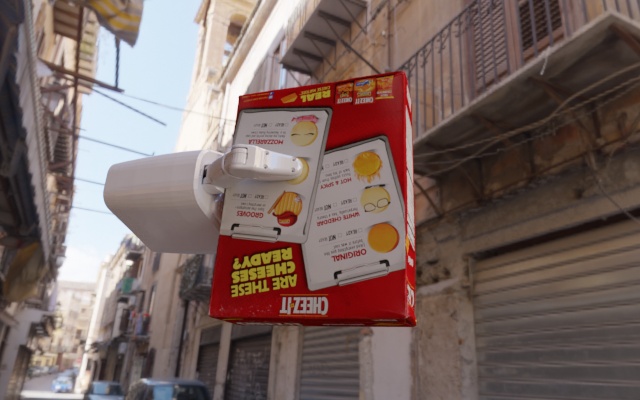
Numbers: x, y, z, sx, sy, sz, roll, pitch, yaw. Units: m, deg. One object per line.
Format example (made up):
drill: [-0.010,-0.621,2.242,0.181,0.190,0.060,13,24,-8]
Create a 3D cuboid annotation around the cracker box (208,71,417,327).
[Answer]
cracker box: [0.000,0.001,0.427,0.164,0.213,0.072,-4,-22,18]
